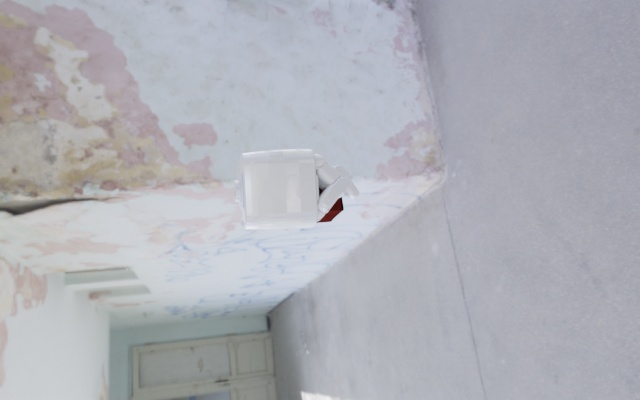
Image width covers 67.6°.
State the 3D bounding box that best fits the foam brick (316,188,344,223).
[{"bbox_3d":[0.000,0.003,0.781,0.051,0.053,0.078,-4,-16,-16],"label":"foam brick"}]
